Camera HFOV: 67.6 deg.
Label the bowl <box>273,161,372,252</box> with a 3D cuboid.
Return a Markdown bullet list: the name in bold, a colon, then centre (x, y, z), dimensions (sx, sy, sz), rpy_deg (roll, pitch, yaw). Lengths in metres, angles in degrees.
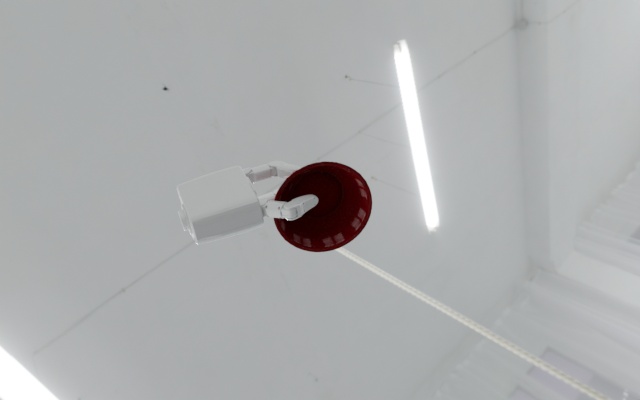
- **bowl**: centre (0.001, 0.002, 0.781), dimensions (0.162, 0.162, 0.055), rpy_deg (0, 26, -11)
